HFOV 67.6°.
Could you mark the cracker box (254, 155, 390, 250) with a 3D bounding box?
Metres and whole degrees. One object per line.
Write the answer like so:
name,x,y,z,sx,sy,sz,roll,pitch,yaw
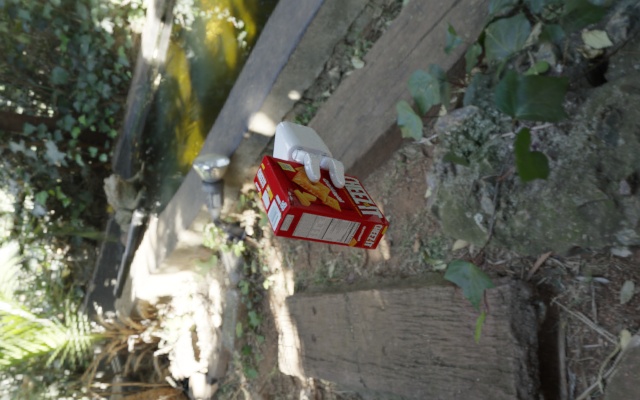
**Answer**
cracker box,0.000,0.003,0.886,0.214,0.072,0.164,11,31,-30
